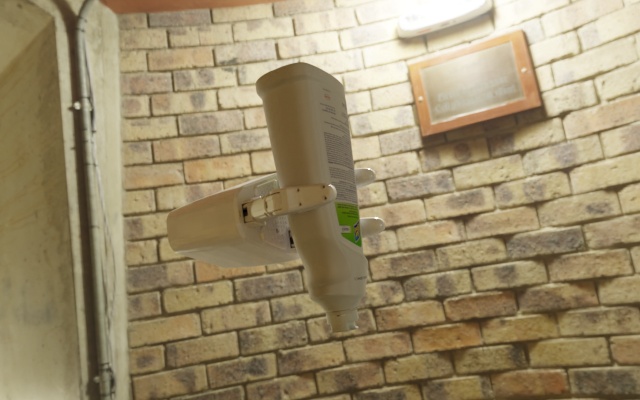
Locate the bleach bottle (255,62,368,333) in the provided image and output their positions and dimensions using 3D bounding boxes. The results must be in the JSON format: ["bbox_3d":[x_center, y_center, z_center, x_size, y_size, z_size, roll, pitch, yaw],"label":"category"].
[{"bbox_3d":[0.000,0.001,0.469,0.068,0.251,0.102,-13,-10,29],"label":"bleach bottle"}]
